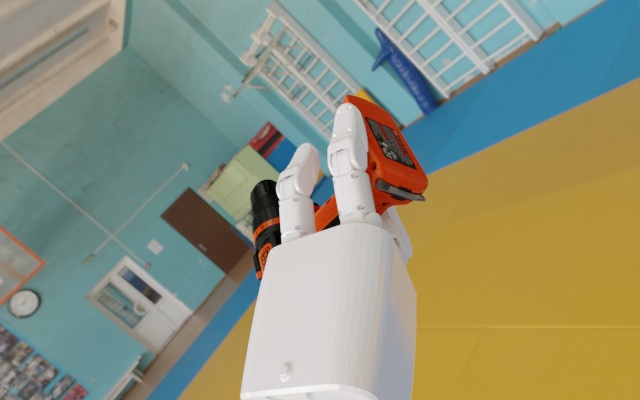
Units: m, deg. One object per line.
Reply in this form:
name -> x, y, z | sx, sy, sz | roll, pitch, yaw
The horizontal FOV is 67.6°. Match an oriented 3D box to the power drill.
power drill -> 0.000, 0.001, 0.433 | 0.057, 0.184, 0.188 | 13, -52, -34
